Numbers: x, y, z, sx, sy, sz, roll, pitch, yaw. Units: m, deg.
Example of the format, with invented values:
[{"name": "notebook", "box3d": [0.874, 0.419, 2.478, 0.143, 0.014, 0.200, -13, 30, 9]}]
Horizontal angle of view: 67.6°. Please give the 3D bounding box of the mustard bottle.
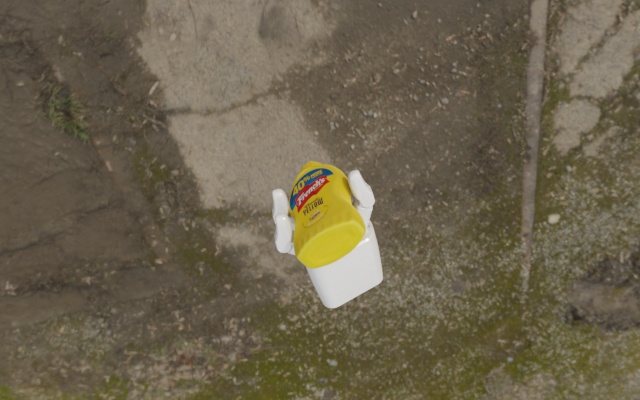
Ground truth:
[{"name": "mustard bottle", "box3d": [0.000, 0.002, 0.676, 0.096, 0.191, 0.058, -36, -56, 17]}]
